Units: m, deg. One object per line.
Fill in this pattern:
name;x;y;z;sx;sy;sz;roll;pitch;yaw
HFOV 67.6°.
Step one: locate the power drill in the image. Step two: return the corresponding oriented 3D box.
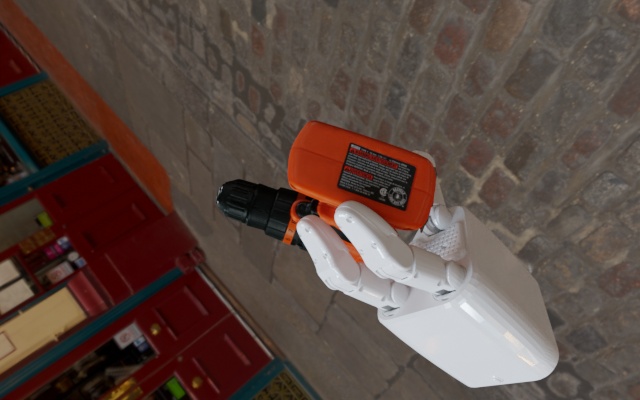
power drill;0.000;0.001;0.406;0.184;0.057;0.188;17;-17;-6
